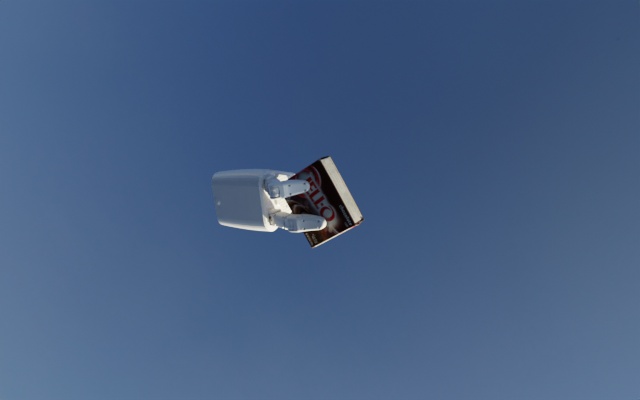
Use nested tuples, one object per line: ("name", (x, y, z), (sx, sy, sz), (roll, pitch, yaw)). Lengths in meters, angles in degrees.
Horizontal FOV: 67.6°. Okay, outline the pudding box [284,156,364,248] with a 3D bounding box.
("pudding box", (0.000, 0.002, 0.720), (0.090, 0.113, 0.039), (-31, 0, 34))
